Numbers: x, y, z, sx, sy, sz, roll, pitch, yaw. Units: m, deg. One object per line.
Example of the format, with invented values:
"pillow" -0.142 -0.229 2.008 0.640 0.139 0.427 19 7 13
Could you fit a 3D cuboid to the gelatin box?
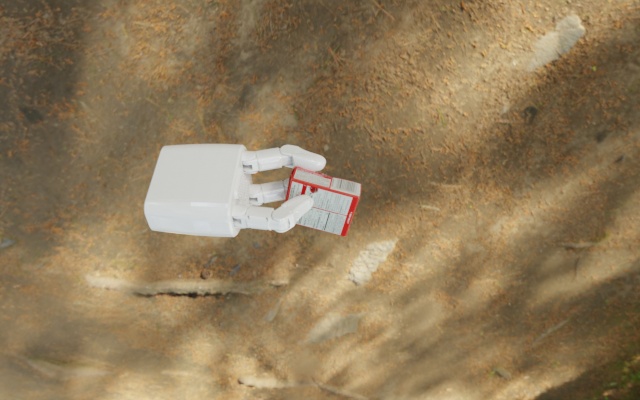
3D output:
"gelatin box" 0.000 0.002 0.604 0.089 0.073 0.030 15 42 0
